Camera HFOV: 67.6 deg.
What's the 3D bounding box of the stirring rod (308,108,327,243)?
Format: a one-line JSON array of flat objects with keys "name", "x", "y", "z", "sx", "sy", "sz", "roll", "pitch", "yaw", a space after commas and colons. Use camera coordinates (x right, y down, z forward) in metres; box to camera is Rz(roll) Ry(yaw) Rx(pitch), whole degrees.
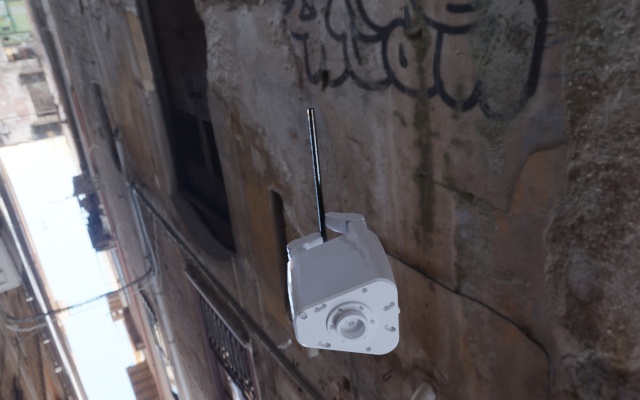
[{"name": "stirring rod", "x": 0.000, "y": 0.002, "z": 0.612, "sx": 0.011, "sy": 0.240, "sz": 0.011, "roll": -5, "pitch": 23, "yaw": 2}]
